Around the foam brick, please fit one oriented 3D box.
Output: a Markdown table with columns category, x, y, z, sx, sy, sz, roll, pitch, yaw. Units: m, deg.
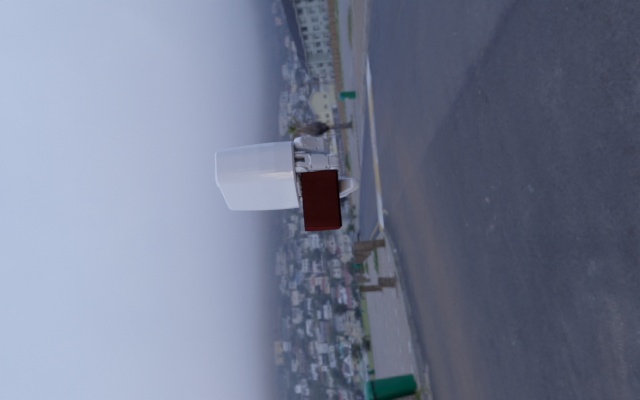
| category | x | y | z | sx | sy | sz | roll | pitch | yaw |
| --- | --- | --- | --- | --- | --- | --- | --- | --- | --- |
| foam brick | 0.000 | 0.002 | 0.664 | 0.051 | 0.078 | 0.053 | -4 | -11 | -3 |
